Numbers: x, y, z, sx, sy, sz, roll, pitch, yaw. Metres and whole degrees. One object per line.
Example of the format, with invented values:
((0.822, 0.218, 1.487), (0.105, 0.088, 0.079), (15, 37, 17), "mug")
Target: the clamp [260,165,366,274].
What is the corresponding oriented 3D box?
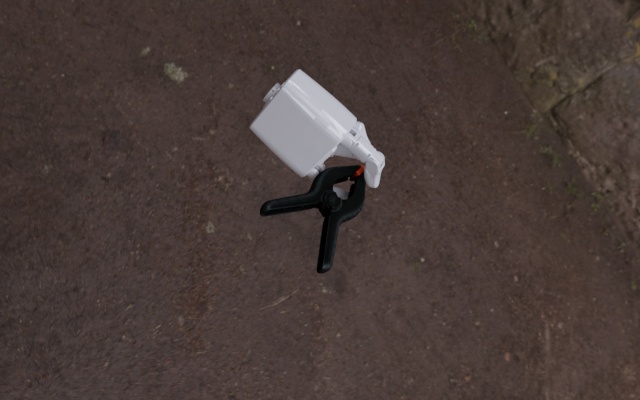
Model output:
((0.001, 0.002, 0.655), (0.120, 0.171, 0.039), (41, -34, -10), "clamp")
